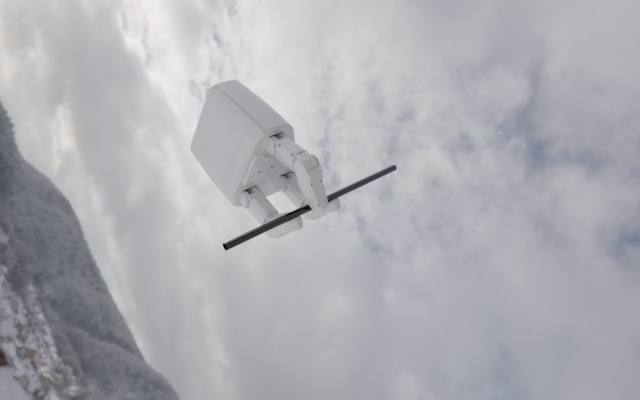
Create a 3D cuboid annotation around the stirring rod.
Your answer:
[{"bbox_3d":[0.000,0.002,0.518,0.239,0.011,0.011,-25,15,-34],"label":"stirring rod"}]
